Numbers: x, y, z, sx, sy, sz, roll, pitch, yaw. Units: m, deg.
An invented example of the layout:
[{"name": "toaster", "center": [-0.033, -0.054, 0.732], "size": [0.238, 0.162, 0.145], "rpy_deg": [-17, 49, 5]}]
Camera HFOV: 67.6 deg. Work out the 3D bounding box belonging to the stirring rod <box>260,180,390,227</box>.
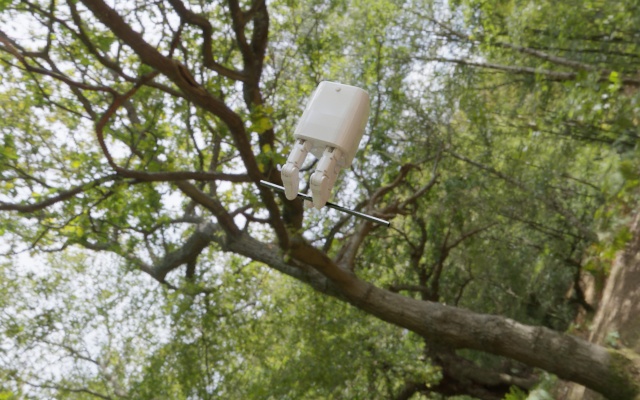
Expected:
[{"name": "stirring rod", "center": [0.000, 0.002, 0.764], "size": [0.239, 0.011, 0.011], "rpy_deg": [18, 8, 27]}]
